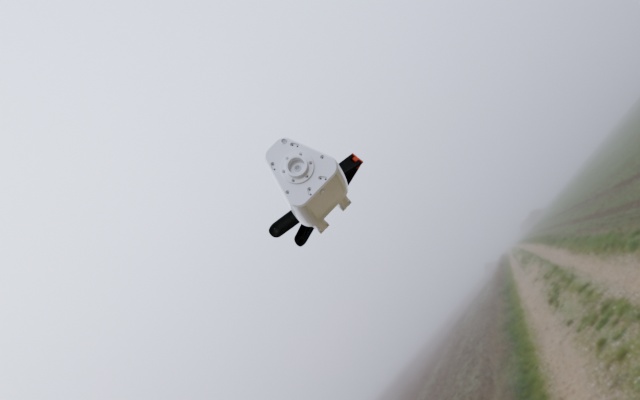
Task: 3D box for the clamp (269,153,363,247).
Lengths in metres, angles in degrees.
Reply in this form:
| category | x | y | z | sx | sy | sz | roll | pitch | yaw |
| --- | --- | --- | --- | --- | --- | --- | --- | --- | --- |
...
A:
| category | x | y | z | sx | sy | sz | roll | pitch | yaw |
| --- | --- | --- | --- | --- | --- | --- | --- | --- | --- |
| clamp | 0.000 | 0.002 | 0.879 | 0.036 | 0.210 | 0.165 | 42 | -6 | 17 |
